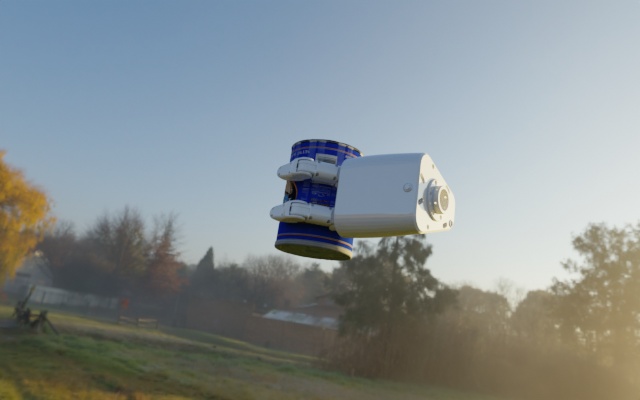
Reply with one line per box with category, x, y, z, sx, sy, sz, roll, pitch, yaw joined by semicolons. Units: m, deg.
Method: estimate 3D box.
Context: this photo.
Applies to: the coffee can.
coffee can;0.000;0.002;0.641;0.103;0.140;0.103;8;-15;2
